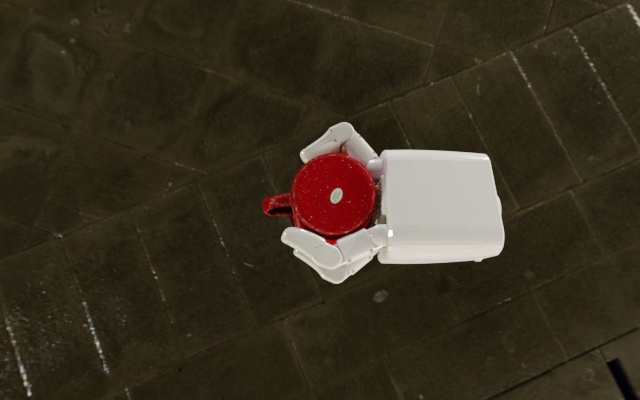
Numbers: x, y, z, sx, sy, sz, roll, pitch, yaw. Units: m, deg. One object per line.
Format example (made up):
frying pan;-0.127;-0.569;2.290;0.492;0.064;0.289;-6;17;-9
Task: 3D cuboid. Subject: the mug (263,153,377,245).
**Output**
mug;-0.001;0.001;0.482;0.117;0.093;0.081;-1;-12;-1
